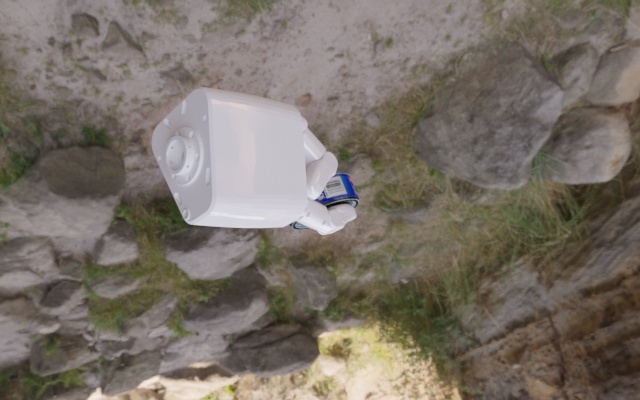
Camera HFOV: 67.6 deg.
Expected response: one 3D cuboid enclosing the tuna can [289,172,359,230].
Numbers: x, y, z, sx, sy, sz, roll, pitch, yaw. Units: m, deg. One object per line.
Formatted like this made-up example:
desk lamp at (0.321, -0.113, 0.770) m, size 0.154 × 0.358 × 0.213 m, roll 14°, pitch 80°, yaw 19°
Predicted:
tuna can at (0.000, 0.002, 0.544) m, size 0.086 × 0.033 × 0.086 m, roll -20°, pitch -16°, yaw -6°
